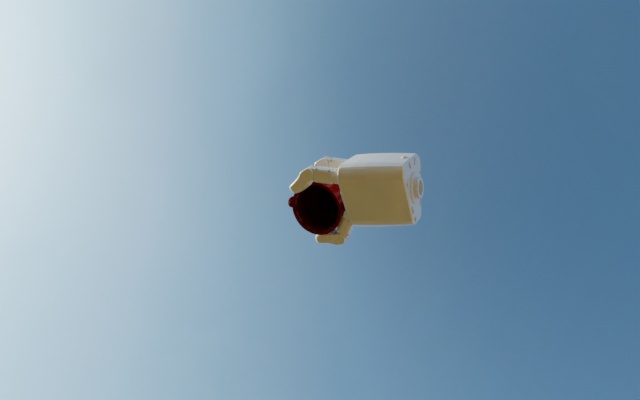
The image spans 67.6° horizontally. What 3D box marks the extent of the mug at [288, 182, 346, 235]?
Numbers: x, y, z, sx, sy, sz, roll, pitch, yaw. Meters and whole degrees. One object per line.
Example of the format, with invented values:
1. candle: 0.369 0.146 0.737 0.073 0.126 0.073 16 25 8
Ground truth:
1. mug: -0.001 0.003 0.836 0.117 0.093 0.081 1 17 28
